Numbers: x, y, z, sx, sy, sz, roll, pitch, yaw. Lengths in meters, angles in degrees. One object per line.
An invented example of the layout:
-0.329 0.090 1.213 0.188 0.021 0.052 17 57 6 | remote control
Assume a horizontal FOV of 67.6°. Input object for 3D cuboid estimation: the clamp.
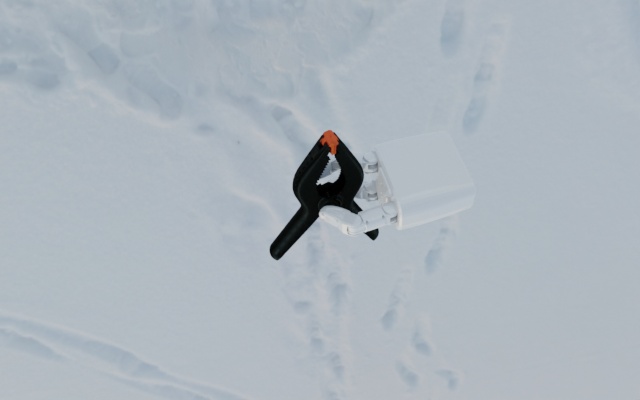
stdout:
0.001 0.002 0.637 0.164 0.210 0.036 -16 47 -8 | clamp
